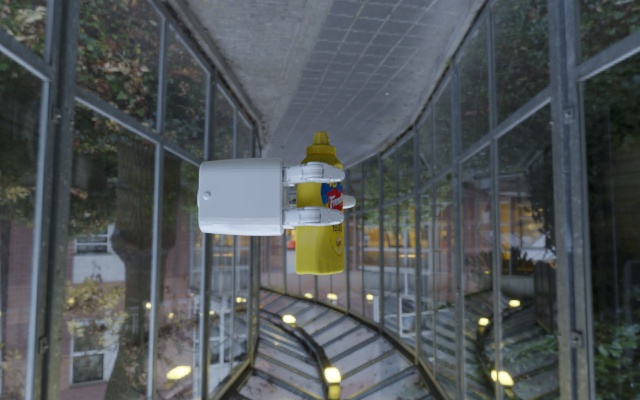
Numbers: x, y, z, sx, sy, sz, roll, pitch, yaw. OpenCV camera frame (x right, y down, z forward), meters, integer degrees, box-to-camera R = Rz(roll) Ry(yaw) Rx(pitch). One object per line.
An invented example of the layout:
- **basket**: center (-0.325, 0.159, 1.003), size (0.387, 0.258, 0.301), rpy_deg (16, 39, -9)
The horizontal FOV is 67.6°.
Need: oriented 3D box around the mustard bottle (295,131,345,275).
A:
- **mustard bottle**: center (0.000, 0.002, 0.649), size (0.058, 0.191, 0.096), rpy_deg (-2, -5, 25)
